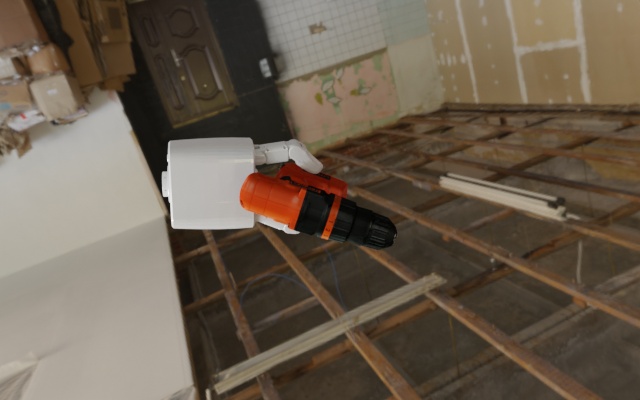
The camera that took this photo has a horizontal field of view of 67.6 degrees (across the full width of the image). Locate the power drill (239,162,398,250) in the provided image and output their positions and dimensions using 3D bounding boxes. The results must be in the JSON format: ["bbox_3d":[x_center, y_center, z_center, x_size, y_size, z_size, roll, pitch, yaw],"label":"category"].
[{"bbox_3d":[0.000,0.002,0.609,0.184,0.057,0.187,20,8,-2],"label":"power drill"}]
